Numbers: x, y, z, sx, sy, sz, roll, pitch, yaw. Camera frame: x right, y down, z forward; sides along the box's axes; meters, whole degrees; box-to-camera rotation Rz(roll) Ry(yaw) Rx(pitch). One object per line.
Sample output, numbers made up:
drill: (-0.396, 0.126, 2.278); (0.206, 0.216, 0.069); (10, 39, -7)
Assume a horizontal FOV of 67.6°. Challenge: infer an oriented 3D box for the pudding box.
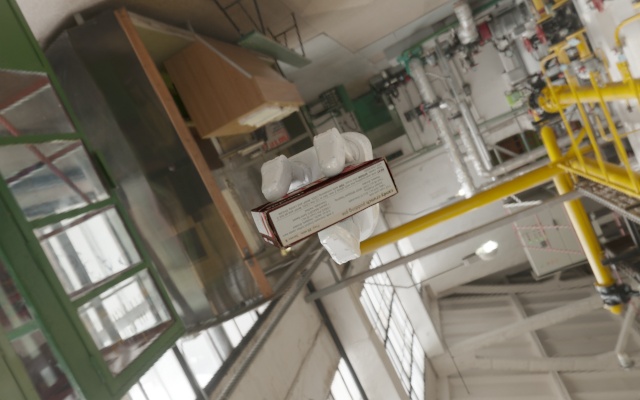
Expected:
pudding box: (0.000, 0.002, 0.422); (0.113, 0.039, 0.090); (-27, 5, -14)
